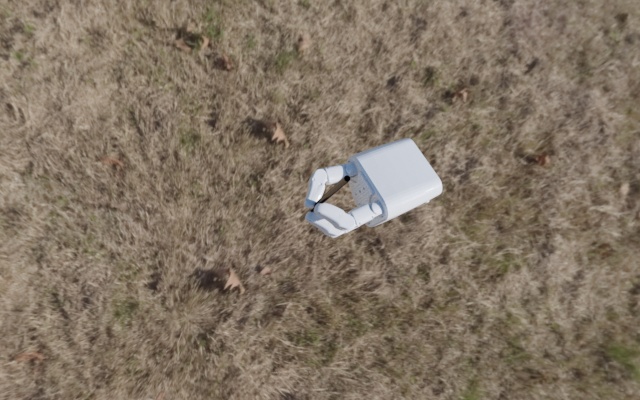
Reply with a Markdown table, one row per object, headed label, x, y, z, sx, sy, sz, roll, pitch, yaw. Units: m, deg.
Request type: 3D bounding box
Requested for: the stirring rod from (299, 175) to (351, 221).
| label | x | y | z | sx | sy | sz | roll | pitch | yaw |
| --- | --- | --- | --- | --- | --- | --- | --- | --- | --- |
| stirring rod | 0.000 | 0.002 | 0.672 | 0.011 | 0.011 | 0.239 | 0 | -13 | -15 |
